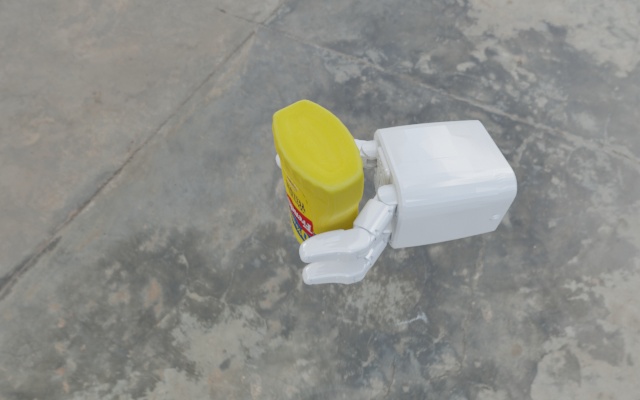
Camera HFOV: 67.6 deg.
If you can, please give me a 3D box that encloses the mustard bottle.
[{"bbox_3d":[0.000,0.001,0.452,0.058,0.096,0.192,-29,-27,-14],"label":"mustard bottle"}]
